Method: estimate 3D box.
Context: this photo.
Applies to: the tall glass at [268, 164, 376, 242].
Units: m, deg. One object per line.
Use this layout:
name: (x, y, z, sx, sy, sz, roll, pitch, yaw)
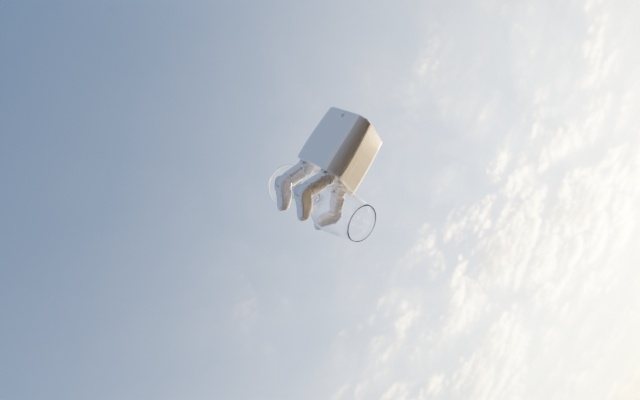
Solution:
tall glass: (0.000, 0.003, 0.796, 0.079, 0.079, 0.201, 0, 20, -43)
